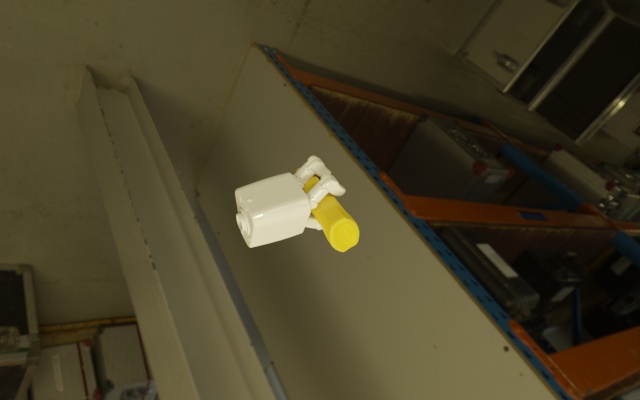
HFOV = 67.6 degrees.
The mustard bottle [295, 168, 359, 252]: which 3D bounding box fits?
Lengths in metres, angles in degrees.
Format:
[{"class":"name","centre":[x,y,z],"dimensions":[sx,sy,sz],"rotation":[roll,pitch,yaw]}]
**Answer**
[{"class":"mustard bottle","centre":[0.001,0.003,0.897],"dimensions":[0.058,0.191,0.096],"rotation":[-33,-38,-3]}]
